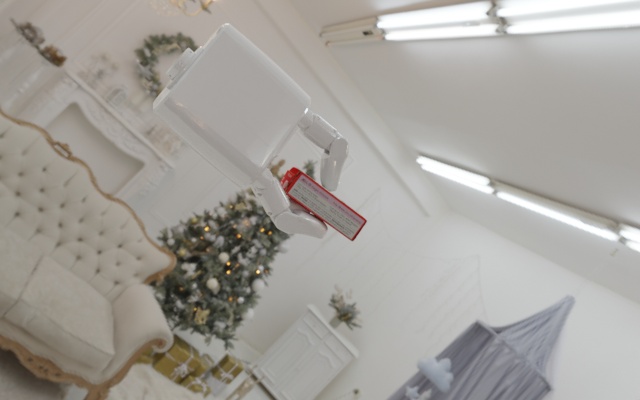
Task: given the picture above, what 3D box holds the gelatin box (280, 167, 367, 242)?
[{"bbox_3d":[0.001,0.001,0.507,0.089,0.030,0.073,36,2,-12],"label":"gelatin box"}]
